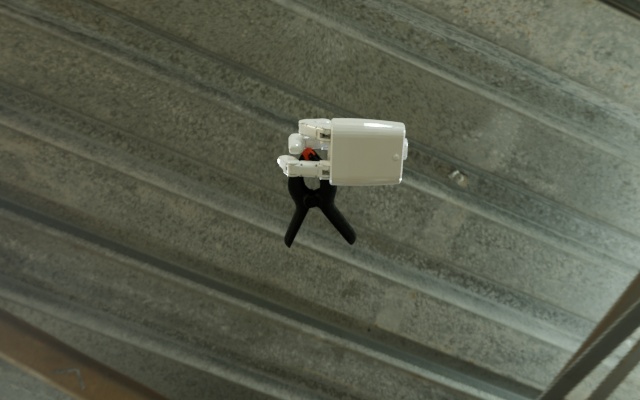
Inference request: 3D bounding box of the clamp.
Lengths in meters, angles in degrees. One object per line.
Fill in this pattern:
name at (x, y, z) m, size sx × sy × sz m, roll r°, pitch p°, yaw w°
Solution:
clamp at (0.000, 0.002, 0.768) m, size 0.120 × 0.171 × 0.039 m, roll 2°, pitch 24°, yaw 2°
